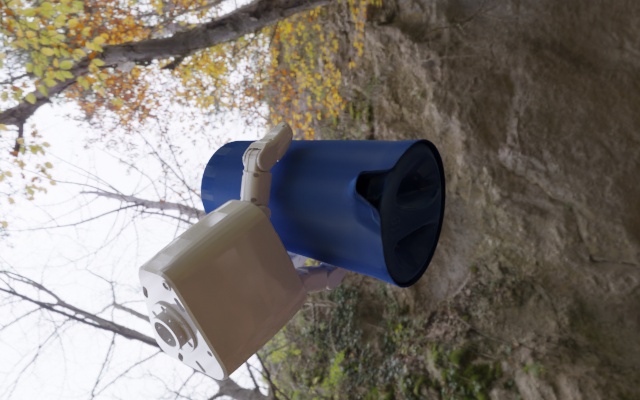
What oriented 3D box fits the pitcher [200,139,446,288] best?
[{"bbox_3d":[0.000,0.002,0.499,0.243,0.149,0.145,9,35,35],"label":"pitcher"}]
